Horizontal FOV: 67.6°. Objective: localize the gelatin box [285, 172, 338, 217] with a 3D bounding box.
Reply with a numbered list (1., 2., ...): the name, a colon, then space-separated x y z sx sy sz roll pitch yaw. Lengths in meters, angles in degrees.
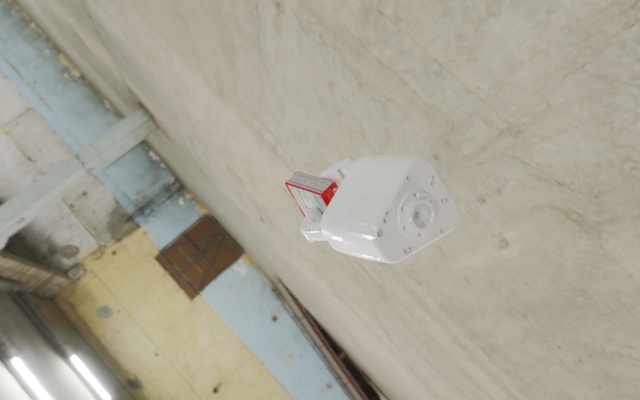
1. gelatin box: 0.000 0.002 0.652 0.030 0.073 0.089 -44 34 -22
